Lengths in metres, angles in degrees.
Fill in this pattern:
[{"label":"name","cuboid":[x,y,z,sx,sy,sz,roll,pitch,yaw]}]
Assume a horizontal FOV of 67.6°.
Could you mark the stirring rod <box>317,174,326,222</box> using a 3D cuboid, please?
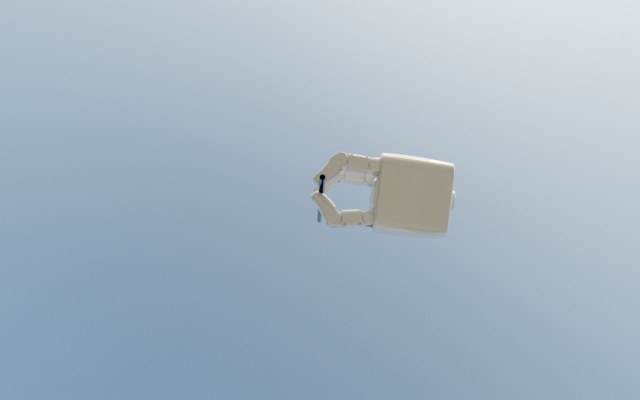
[{"label":"stirring rod","cuboid":[0.000,0.002,0.747,0.011,0.011,0.239,0,-16,-1]}]
